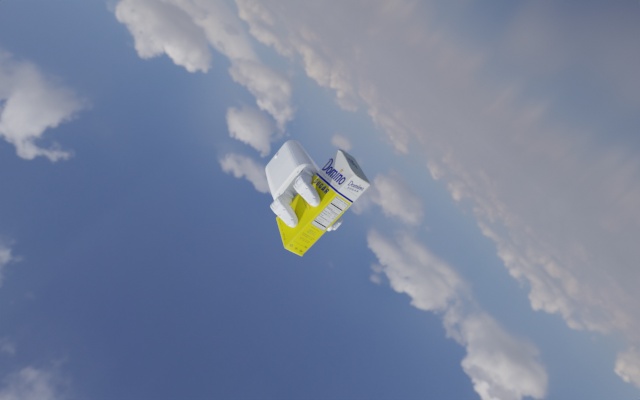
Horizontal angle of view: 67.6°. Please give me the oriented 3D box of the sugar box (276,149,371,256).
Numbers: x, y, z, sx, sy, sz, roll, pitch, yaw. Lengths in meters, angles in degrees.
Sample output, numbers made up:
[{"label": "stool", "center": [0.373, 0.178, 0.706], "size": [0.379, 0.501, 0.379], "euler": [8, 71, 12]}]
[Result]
[{"label": "sugar box", "center": [0.000, 0.002, 0.815], "size": [0.048, 0.176, 0.093], "euler": [30, 20, -31]}]
